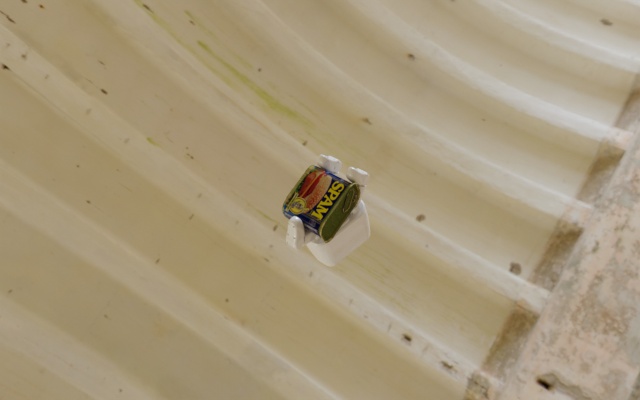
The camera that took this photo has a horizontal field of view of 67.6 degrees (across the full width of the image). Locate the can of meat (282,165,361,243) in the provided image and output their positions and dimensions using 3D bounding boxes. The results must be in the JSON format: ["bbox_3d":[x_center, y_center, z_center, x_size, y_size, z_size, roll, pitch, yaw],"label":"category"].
[{"bbox_3d":[0.000,0.002,0.757,0.084,0.102,0.057,28,-17,26],"label":"can of meat"}]
